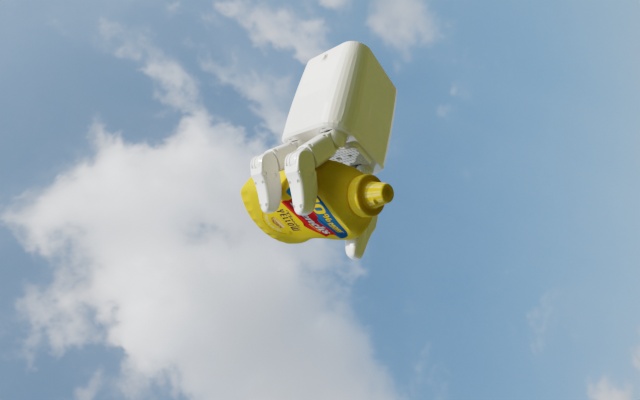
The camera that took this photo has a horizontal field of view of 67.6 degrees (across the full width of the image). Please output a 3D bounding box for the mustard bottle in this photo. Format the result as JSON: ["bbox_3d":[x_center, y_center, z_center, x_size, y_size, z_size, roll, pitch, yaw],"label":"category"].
[{"bbox_3d":[0.000,0.002,0.506,0.191,0.096,0.058,-9,36,49],"label":"mustard bottle"}]
